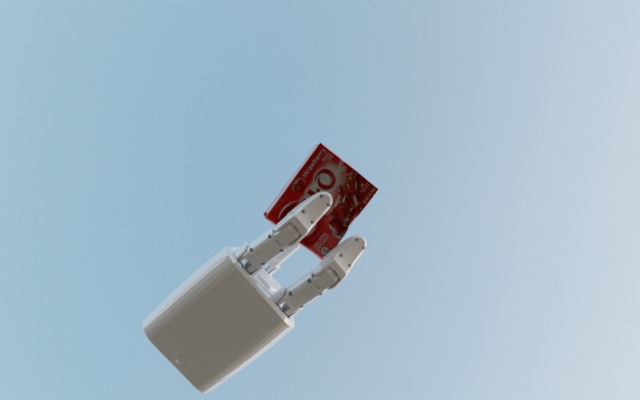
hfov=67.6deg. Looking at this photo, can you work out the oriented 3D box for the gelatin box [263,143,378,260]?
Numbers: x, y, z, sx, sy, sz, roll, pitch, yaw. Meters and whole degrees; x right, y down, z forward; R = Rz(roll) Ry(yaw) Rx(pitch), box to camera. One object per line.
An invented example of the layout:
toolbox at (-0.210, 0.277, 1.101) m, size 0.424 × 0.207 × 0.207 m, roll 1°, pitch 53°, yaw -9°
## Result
gelatin box at (0.000, 0.001, 0.461) m, size 0.073 × 0.089 × 0.030 m, roll 38°, pitch -4°, yaw -10°
